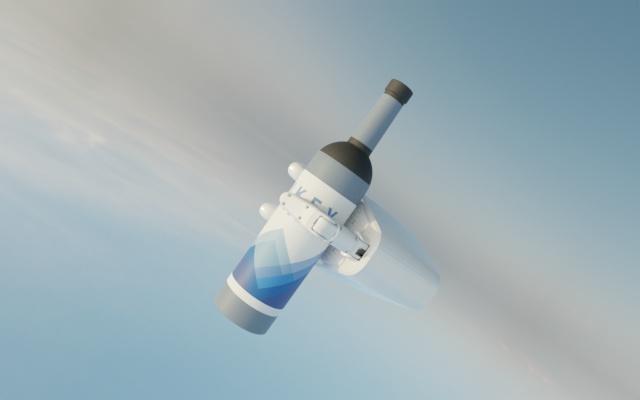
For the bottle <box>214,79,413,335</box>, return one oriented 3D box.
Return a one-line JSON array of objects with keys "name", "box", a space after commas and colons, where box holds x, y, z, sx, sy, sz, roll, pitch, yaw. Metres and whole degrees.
[{"name": "bottle", "box": [0.000, 0.002, 0.501, 0.069, 0.296, 0.069, 35, 2, -2]}]
